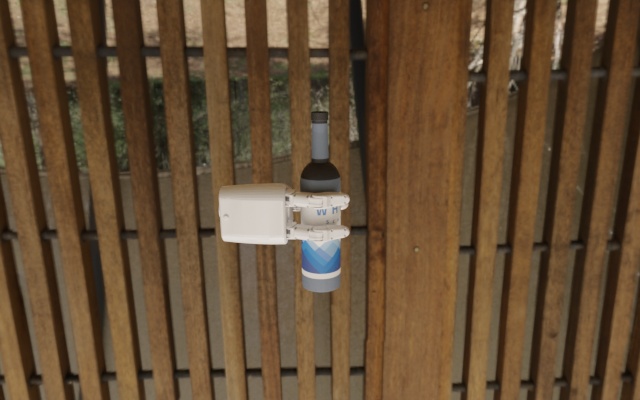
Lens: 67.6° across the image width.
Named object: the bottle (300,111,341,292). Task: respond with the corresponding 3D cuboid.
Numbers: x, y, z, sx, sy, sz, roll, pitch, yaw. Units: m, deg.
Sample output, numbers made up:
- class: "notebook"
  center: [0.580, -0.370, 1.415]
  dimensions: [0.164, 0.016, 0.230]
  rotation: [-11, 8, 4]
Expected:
- class: "bottle"
  center: [0.000, 0.003, 0.789]
  dimensions: [0.069, 0.296, 0.069]
  rotation: [-1, 15, 0]
